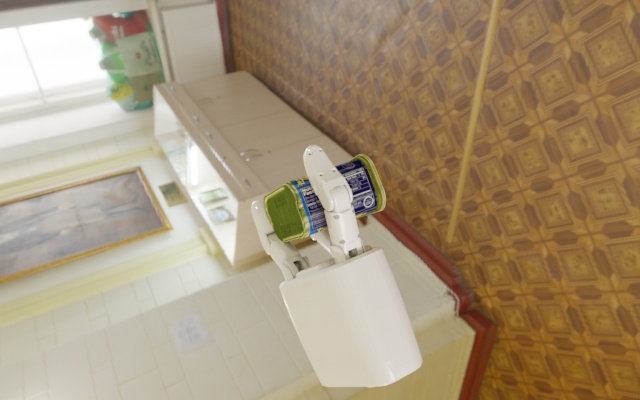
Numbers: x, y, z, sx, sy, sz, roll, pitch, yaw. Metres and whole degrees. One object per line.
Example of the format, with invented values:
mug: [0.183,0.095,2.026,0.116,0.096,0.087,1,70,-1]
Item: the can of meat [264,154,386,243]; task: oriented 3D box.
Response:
can of meat: [0.000,0.002,0.463,0.084,0.057,0.102,-20,-2,-23]
